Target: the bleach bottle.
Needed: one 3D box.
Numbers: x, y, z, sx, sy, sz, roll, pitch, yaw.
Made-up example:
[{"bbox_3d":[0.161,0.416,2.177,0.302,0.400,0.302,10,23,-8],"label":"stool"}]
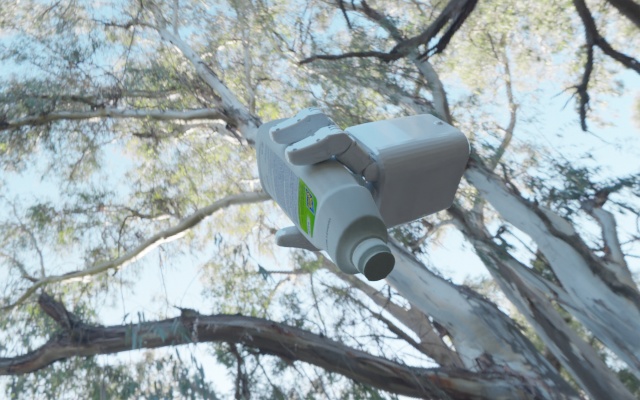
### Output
[{"bbox_3d":[0.000,0.001,0.478,0.068,0.103,0.250,-15,33,-17],"label":"bleach bottle"}]
